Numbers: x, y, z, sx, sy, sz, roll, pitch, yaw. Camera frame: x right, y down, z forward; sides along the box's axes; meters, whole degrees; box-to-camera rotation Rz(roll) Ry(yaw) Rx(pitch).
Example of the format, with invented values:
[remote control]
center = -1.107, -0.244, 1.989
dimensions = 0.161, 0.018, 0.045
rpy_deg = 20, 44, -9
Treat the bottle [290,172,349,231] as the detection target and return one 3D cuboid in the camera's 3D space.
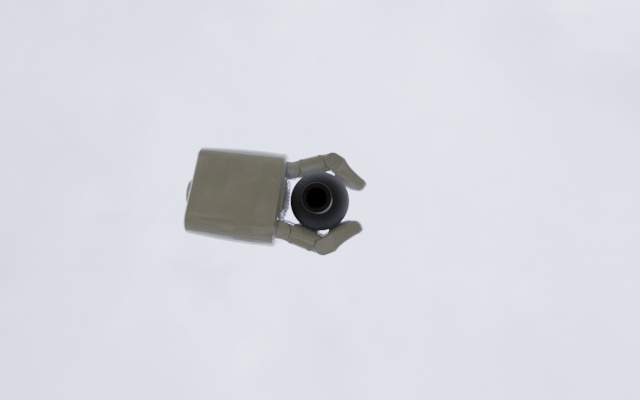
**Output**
[bottle]
center = 0.000, 0.002, 0.571
dimensions = 0.069, 0.069, 0.296
rpy_deg = 0, -2, 1
